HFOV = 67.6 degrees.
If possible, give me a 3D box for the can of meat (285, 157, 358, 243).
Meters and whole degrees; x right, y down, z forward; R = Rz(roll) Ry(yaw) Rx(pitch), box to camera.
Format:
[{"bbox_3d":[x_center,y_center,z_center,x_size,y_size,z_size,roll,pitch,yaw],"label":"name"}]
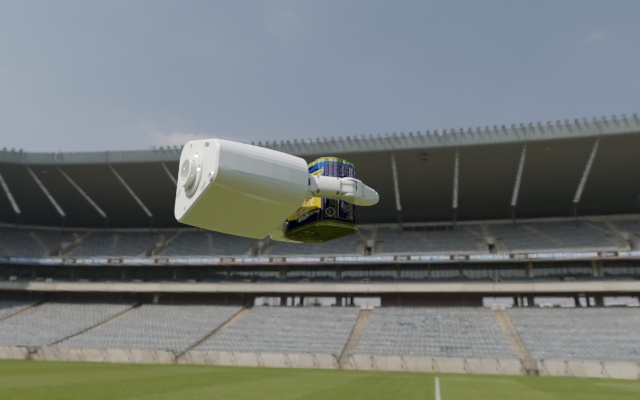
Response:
[{"bbox_3d":[0.000,0.002,0.590,0.057,0.084,0.102,11,-19,-31],"label":"can of meat"}]
